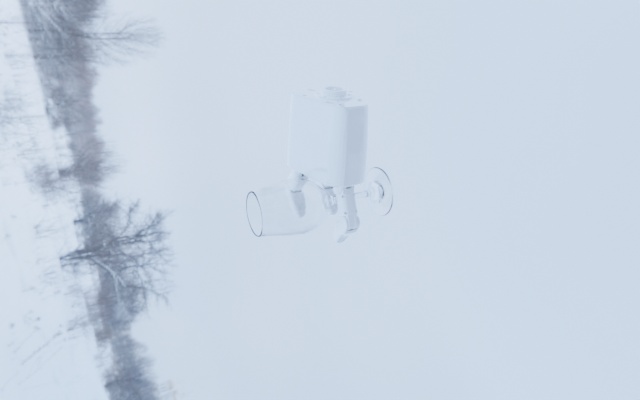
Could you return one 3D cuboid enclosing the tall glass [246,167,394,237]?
[{"bbox_3d":[0.001,0.002,0.674,0.201,0.079,0.079,-11,5,-26],"label":"tall glass"}]
